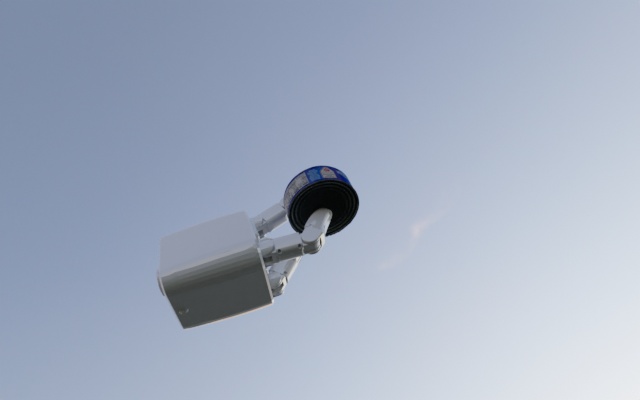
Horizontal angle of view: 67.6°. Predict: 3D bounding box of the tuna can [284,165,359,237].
[{"bbox_3d":[0.000,0.001,0.565,0.086,0.086,0.033,0,37,-20],"label":"tuna can"}]
